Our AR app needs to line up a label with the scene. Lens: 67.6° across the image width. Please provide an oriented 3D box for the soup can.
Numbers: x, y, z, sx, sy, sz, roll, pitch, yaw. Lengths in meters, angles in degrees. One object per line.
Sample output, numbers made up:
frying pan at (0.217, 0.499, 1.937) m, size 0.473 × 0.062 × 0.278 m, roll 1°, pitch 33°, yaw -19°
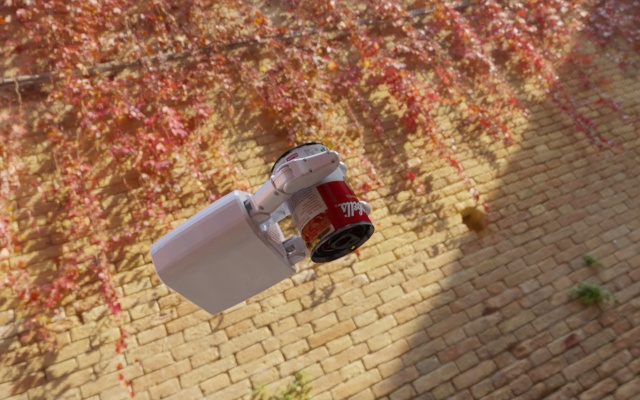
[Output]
soup can at (0.000, 0.001, 0.474) m, size 0.068 × 0.102 × 0.068 m, roll -23°, pitch -26°, yaw -12°
